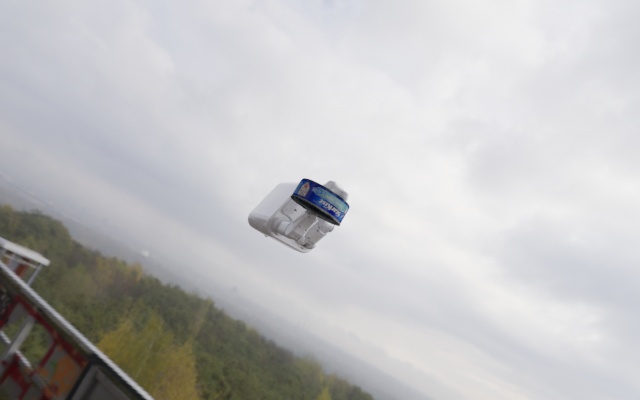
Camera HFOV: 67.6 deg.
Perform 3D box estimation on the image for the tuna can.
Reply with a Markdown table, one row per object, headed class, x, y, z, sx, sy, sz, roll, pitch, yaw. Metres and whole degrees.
| class | x | y | z | sx | sy | sz | roll | pitch | yaw |
| --- | --- | --- | --- | --- | --- | --- | --- | --- | --- |
| tuna can | 0.000 | 0.002 | 0.712 | 0.086 | 0.033 | 0.086 | 30 | -9 | 5 |
